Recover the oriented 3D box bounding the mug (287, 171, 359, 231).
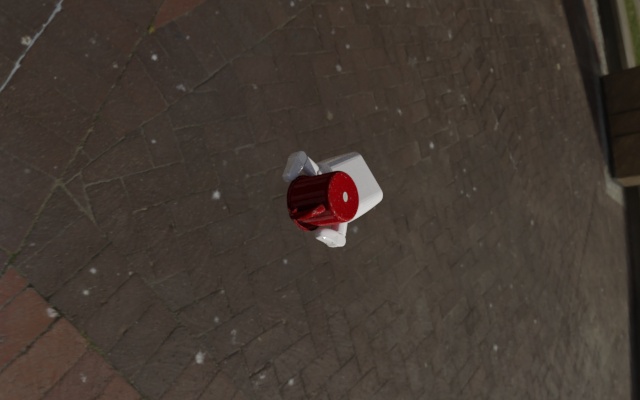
[{"bbox_3d":[-0.001,0.003,0.746,0.081,0.093,0.117,-11,12,40],"label":"mug"}]
